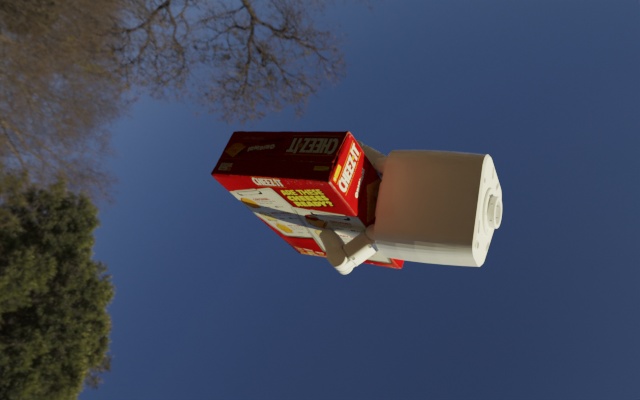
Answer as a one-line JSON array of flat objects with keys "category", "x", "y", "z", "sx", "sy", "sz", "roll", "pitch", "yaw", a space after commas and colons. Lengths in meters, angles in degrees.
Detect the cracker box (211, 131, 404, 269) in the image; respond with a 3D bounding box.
[{"category": "cracker box", "x": 0.000, "y": 0.002, "z": 0.584, "sx": 0.164, "sy": 0.072, "sz": 0.214, "roll": 5, "pitch": -28, "yaw": 33}]
